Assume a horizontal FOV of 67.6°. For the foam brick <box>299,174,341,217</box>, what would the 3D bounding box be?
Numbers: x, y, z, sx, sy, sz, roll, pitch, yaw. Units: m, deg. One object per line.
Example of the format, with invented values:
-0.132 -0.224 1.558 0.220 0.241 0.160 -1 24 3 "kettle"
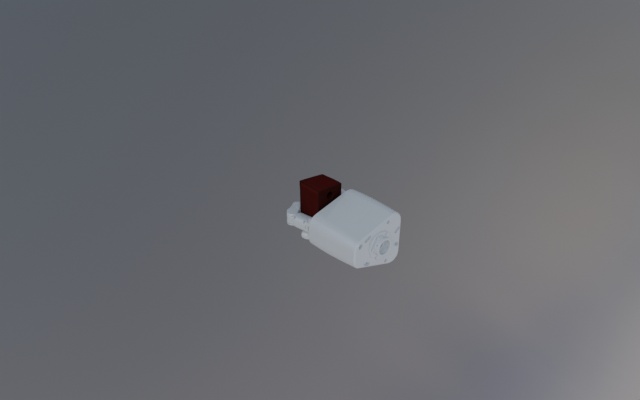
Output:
0.000 0.002 0.813 0.053 0.078 0.051 -21 33 -35 "foam brick"
